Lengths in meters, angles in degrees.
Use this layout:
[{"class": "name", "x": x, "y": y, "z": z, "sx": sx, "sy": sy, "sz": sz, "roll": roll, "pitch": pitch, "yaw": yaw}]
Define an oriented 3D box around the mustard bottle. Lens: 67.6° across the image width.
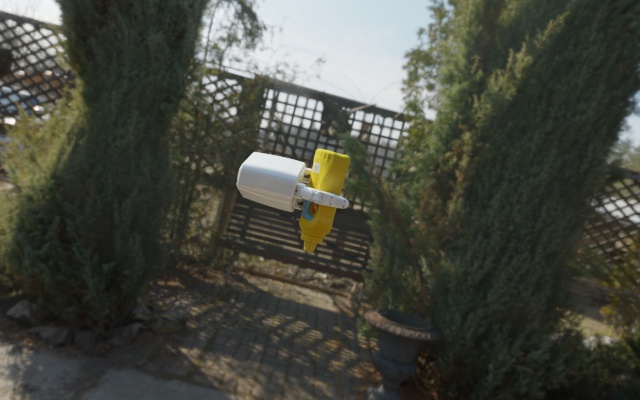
[{"class": "mustard bottle", "x": 0.001, "y": 0.003, "z": 0.892, "sx": 0.058, "sy": 0.191, "sz": 0.096, "roll": 12, "pitch": 6, "yaw": -23}]
